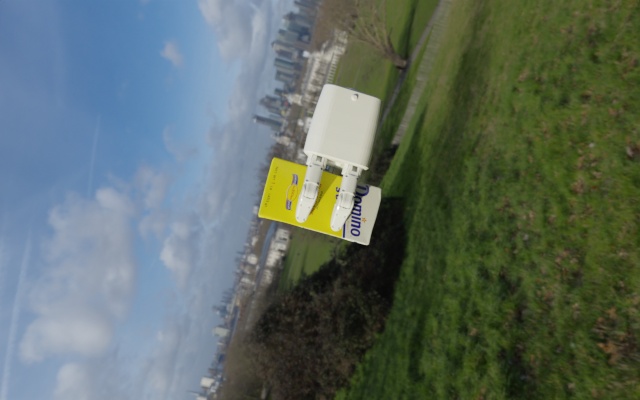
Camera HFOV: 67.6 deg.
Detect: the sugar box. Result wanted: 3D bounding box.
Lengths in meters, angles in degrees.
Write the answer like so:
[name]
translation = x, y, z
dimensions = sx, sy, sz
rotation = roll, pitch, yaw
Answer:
[sugar box]
translation = 0.000, 0.002, 0.737
dimensions = 0.176, 0.093, 0.048
rotation = 15, -4, -7
